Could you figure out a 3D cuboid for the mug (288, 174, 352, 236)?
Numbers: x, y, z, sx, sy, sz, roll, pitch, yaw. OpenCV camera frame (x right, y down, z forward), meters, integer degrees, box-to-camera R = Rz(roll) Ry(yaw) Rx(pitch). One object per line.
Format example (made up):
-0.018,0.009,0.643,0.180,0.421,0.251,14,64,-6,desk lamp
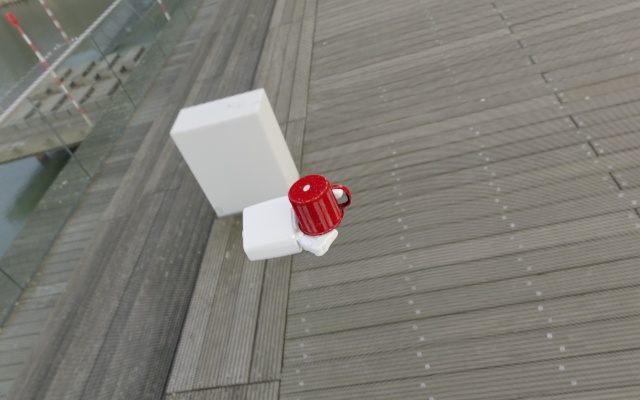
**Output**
0.001,0.002,0.892,0.117,0.082,0.093,-14,39,11,mug
